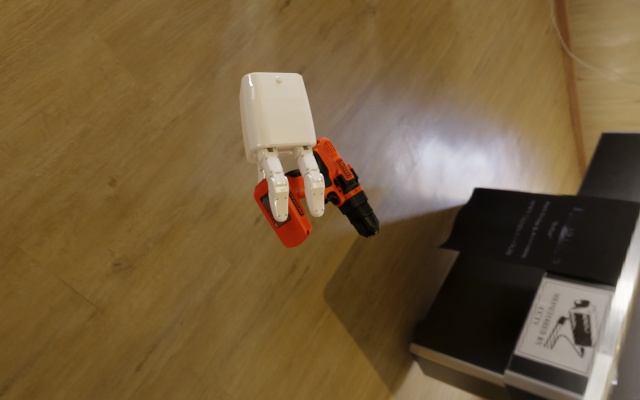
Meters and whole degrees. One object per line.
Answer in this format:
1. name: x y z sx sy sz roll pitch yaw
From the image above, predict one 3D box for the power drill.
1. power drill: 0.000 0.002 0.733 0.057 0.184 0.187 -36 -4 39
